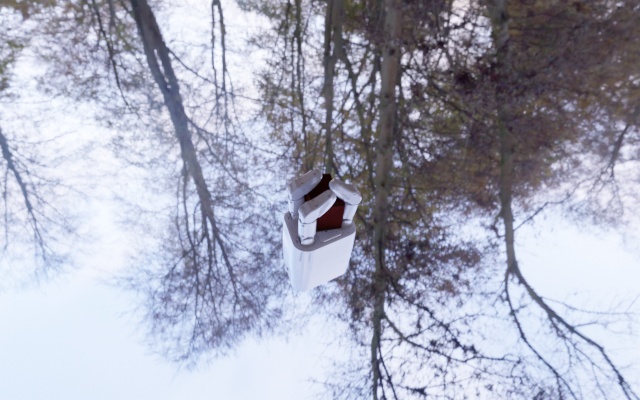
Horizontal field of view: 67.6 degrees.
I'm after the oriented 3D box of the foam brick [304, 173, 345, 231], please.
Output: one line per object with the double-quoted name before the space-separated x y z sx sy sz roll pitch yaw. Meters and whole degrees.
"foam brick" 0.000 0.002 0.756 0.053 0.051 0.078 -7 42 -16
